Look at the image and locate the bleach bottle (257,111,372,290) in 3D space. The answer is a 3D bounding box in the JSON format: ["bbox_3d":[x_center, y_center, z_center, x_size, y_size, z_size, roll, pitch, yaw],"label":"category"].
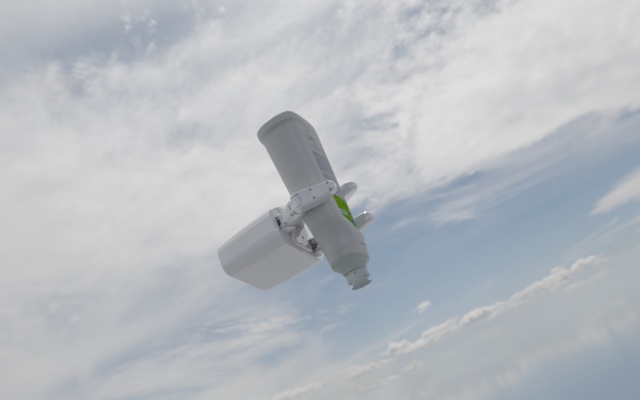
[{"bbox_3d":[0.000,0.002,0.650,0.068,0.250,0.102,-33,-24,18],"label":"bleach bottle"}]
